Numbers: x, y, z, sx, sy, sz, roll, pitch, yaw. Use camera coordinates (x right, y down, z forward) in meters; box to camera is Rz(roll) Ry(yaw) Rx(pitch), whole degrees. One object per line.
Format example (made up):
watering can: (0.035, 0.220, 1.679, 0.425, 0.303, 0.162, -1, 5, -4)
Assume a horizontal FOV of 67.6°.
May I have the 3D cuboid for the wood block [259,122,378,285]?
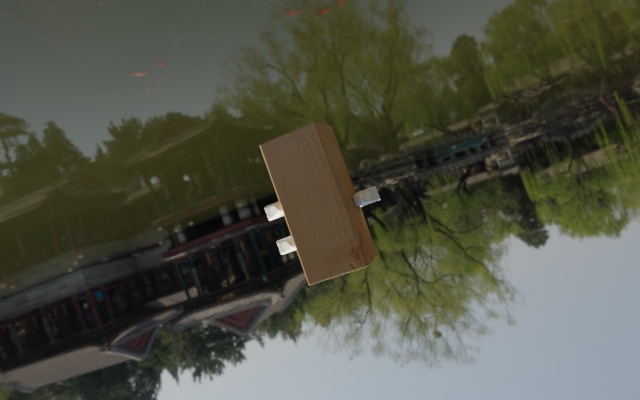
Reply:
wood block: (0.001, 0.002, 0.686, 0.091, 0.206, 0.090, -21, -2, 17)
